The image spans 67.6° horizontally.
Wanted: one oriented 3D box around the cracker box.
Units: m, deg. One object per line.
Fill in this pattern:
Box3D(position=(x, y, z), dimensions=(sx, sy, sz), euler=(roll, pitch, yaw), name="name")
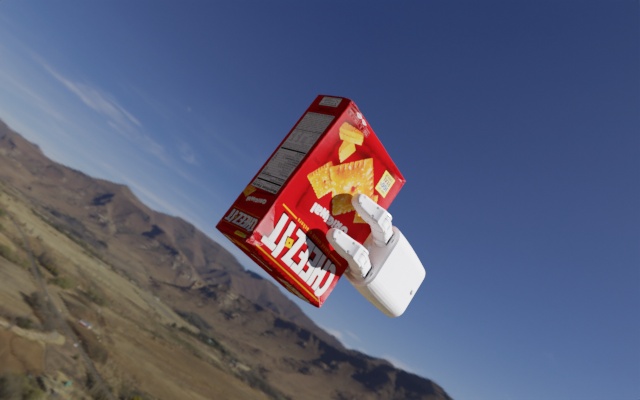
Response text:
Box3D(position=(0.000, 0.002, 0.600), dimensions=(0.072, 0.213, 0.164), euler=(18, -24, 46), name="cracker box")
